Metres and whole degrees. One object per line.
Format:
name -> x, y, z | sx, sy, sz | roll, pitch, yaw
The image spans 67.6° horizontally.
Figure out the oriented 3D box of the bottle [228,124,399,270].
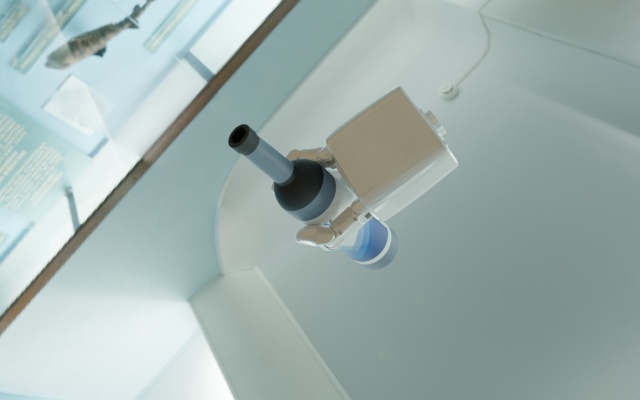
bottle -> 0.000, 0.002, 0.569 | 0.069, 0.069, 0.296 | 0, -26, 37
